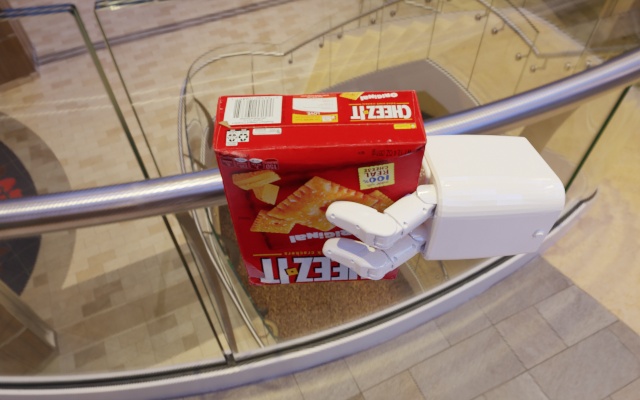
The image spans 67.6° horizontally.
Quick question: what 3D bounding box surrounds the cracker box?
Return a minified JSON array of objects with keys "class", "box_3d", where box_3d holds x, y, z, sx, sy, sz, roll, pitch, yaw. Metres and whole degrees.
[{"class":"cracker box","box_3d":[0.000,0.001,0.452,0.164,0.072,0.214,-2,-39,0]}]
